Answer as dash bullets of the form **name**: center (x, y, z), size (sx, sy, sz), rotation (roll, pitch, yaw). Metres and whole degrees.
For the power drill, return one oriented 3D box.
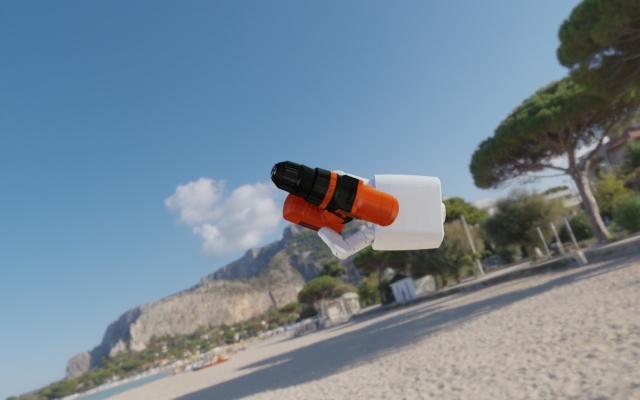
- **power drill**: center (0.000, 0.002, 0.710), size (0.184, 0.057, 0.188), rotation (21, -14, -13)
